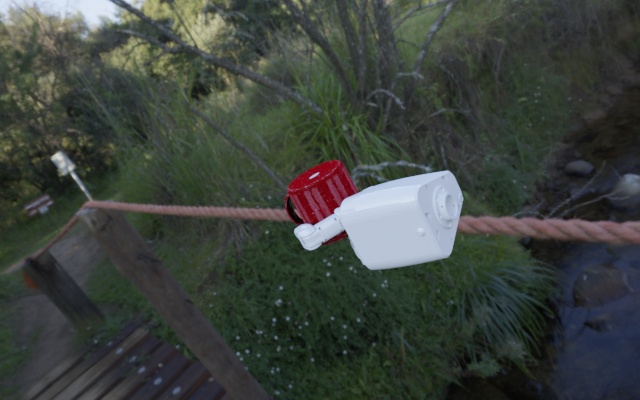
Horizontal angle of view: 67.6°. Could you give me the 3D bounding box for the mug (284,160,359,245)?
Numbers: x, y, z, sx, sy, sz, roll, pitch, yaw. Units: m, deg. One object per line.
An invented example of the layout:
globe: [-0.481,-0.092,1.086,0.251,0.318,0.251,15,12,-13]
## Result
mug: [-0.001,0.002,0.640,0.117,0.081,0.093,-14,22,39]
